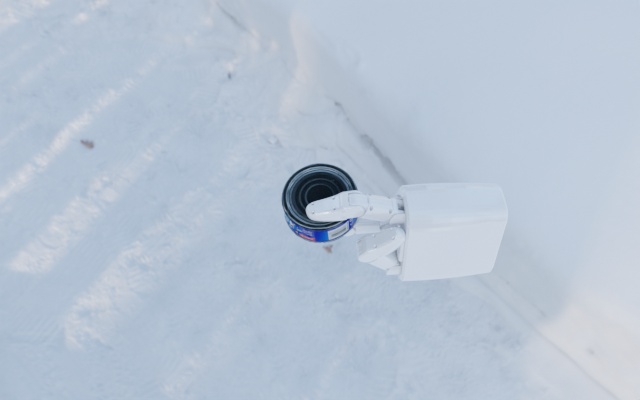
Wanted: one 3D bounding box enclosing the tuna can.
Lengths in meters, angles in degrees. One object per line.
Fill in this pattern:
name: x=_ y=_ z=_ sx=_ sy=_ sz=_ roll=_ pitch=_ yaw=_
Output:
tuna can: x=0.000 y=0.001 z=0.530 sx=0.086 sy=0.086 sz=0.034 roll=0 pitch=-29 yaw=5
